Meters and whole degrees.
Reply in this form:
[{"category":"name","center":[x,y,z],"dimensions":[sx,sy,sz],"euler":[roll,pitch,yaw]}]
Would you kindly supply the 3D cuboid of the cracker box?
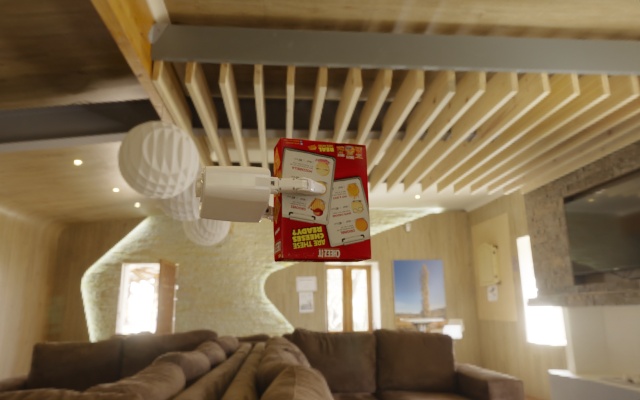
[{"category":"cracker box","center":[0.000,0.003,0.860],"dimensions":[0.164,0.213,0.072],"euler":[3,-14,-17]}]
